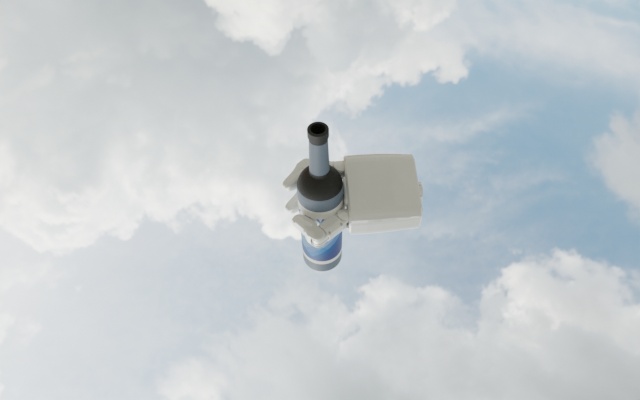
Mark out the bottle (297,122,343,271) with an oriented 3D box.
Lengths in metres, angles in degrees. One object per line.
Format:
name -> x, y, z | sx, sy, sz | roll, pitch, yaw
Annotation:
bottle -> 0.000, 0.002, 0.705 | 0.069, 0.069, 0.296 | 0, -38, 2
